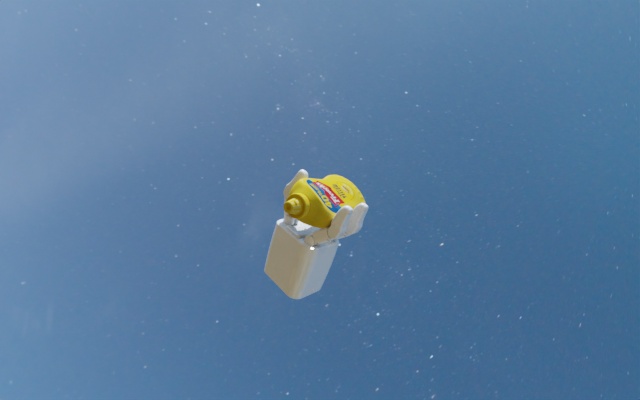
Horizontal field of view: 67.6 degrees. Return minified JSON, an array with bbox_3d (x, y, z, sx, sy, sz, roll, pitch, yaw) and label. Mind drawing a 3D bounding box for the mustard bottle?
[{"bbox_3d":[0.000,0.002,0.822,0.058,0.096,0.191,-48,-20,28],"label":"mustard bottle"}]
